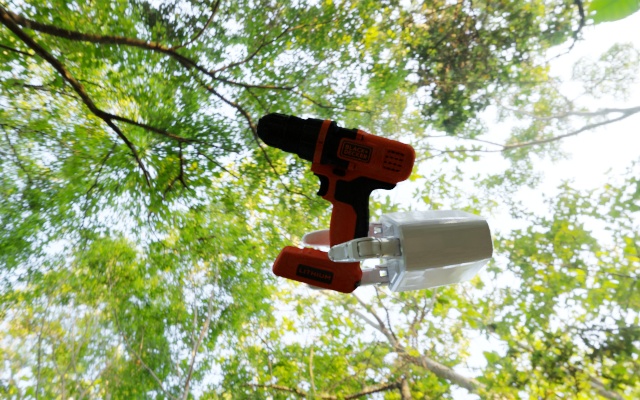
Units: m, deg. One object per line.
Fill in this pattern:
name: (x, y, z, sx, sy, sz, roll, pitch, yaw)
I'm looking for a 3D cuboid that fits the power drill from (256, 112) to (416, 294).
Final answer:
power drill: (0.000, 0.002, 0.553, 0.184, 0.188, 0.057, 15, 10, 5)
